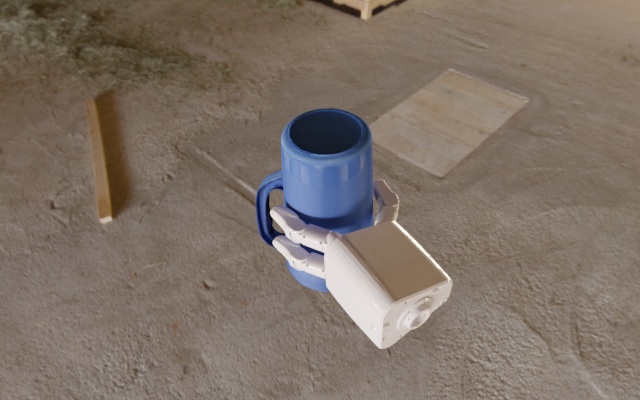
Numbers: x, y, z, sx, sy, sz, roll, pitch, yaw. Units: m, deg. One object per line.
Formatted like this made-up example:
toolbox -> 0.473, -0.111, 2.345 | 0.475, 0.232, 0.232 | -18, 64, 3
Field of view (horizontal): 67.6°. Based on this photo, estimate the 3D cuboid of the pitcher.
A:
pitcher -> 0.000, 0.002, 0.642 | 0.149, 0.243, 0.145 | -24, 49, -19
